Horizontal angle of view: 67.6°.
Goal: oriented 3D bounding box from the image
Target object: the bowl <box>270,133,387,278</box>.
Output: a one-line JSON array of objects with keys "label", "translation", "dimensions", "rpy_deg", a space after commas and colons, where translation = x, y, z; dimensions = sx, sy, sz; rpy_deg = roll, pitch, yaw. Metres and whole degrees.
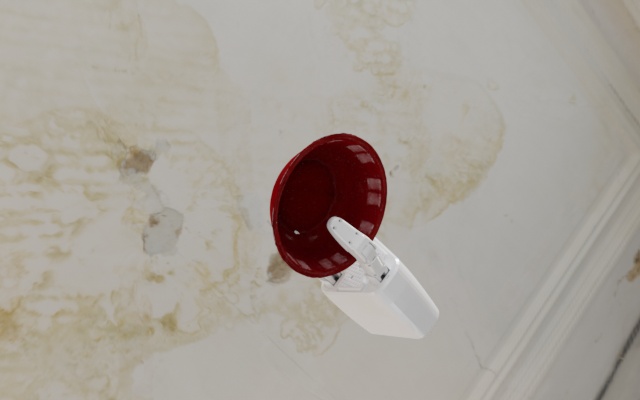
[{"label": "bowl", "translation": [-0.001, 0.001, 0.536], "dimensions": [0.162, 0.162, 0.055], "rpy_deg": [0, 14, -40]}]
